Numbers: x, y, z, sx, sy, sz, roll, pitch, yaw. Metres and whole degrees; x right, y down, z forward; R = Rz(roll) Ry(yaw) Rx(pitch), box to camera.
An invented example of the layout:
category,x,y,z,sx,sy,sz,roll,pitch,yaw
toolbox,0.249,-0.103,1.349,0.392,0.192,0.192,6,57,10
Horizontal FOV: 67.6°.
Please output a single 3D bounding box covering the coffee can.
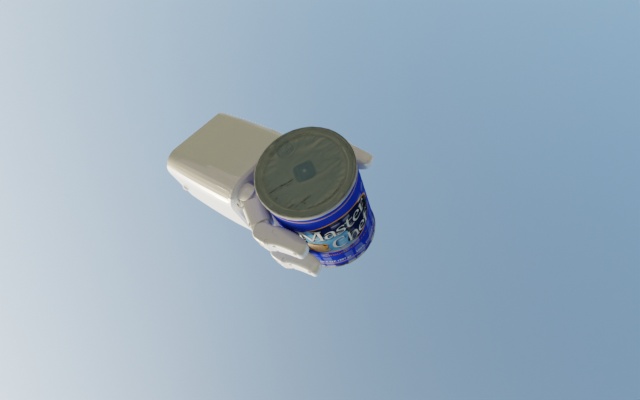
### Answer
category,x,y,z,sx,sy,sz,roll,pitch,yaw
coffee can,0.000,0.002,0.520,0.103,0.102,0.140,0,-27,15
